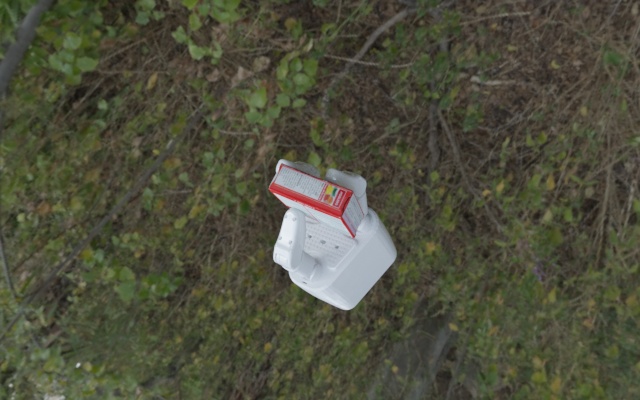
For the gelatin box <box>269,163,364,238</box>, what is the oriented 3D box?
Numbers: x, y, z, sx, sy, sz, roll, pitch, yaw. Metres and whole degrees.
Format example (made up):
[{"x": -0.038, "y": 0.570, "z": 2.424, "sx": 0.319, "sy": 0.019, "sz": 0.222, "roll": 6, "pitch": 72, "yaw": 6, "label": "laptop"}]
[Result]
[{"x": 0.000, "y": 0.002, "z": 0.457, "sx": 0.073, "sy": 0.030, "sz": 0.089, "roll": 22, "pitch": -9, "yaw": 18, "label": "gelatin box"}]
